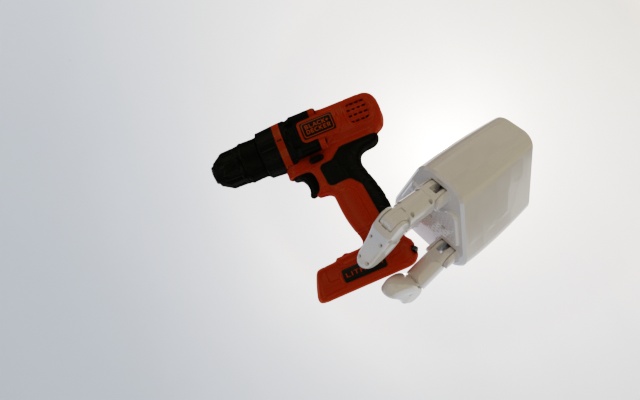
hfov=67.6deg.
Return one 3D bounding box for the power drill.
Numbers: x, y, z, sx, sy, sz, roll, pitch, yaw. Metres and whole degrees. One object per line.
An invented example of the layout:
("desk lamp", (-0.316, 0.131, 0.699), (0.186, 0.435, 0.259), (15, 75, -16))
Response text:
("power drill", (0.001, 0.002, 0.475), (0.184, 0.187, 0.057), (-23, -10, 3))
